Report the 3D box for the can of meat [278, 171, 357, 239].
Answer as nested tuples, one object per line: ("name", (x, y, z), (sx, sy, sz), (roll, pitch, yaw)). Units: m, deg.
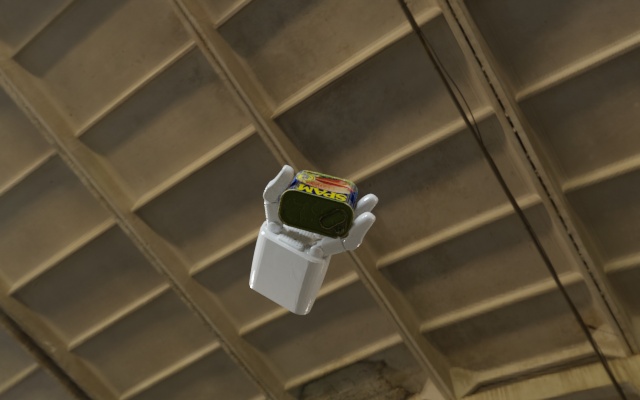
("can of meat", (0.000, 0.002, 0.679), (0.102, 0.057, 0.084), (15, 27, 4))
